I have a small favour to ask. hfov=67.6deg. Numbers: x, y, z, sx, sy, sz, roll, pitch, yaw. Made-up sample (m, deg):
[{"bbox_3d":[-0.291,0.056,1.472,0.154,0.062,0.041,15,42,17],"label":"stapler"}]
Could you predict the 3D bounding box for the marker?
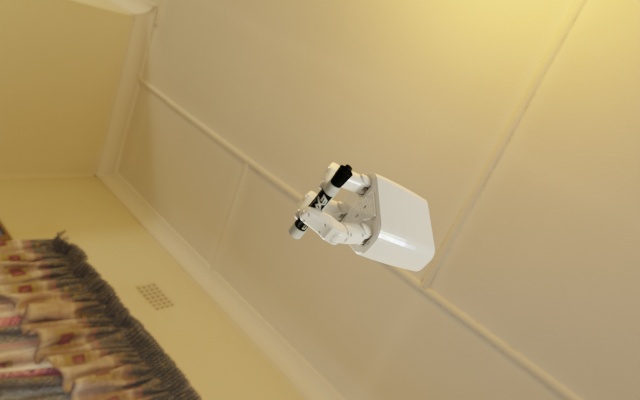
[{"bbox_3d":[0.000,0.002,0.580,0.020,0.020,0.121,0,-42,-48],"label":"marker"}]
